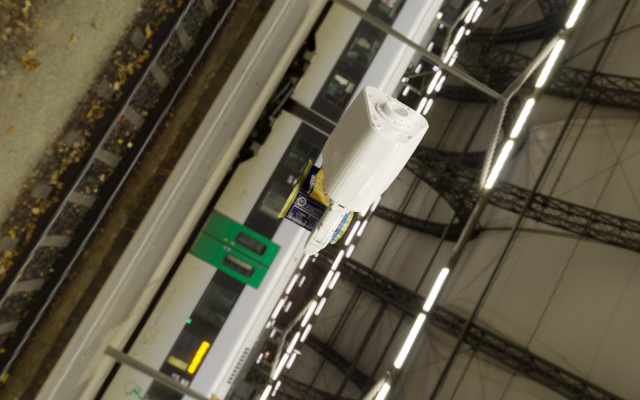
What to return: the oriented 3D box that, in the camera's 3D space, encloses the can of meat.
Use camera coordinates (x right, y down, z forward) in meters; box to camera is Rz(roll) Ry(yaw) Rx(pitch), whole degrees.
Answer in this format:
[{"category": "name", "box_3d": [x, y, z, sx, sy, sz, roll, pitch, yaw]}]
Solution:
[{"category": "can of meat", "box_3d": [0.000, 0.002, 0.647, 0.084, 0.057, 0.102, 29, 32, -5]}]
